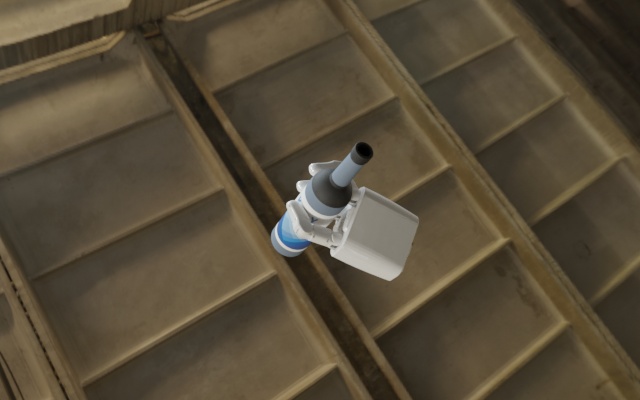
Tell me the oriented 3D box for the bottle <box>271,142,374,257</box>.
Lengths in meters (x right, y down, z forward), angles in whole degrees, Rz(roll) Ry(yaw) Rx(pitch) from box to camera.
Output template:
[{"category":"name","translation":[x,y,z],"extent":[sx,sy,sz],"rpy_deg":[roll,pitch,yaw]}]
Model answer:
[{"category":"bottle","translation":[0.000,0.003,0.738],"extent":[0.069,0.069,0.296],"rpy_deg":[0,-27,-26]}]
